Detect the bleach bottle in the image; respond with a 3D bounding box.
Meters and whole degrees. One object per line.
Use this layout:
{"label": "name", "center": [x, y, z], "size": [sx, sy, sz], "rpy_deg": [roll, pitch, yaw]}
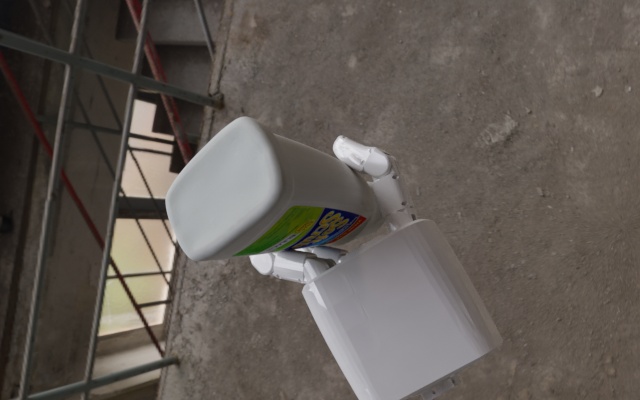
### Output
{"label": "bleach bottle", "center": [0.000, 0.001, 0.405], "size": [0.102, 0.068, 0.251], "rpy_deg": [-38, -21, 25]}
